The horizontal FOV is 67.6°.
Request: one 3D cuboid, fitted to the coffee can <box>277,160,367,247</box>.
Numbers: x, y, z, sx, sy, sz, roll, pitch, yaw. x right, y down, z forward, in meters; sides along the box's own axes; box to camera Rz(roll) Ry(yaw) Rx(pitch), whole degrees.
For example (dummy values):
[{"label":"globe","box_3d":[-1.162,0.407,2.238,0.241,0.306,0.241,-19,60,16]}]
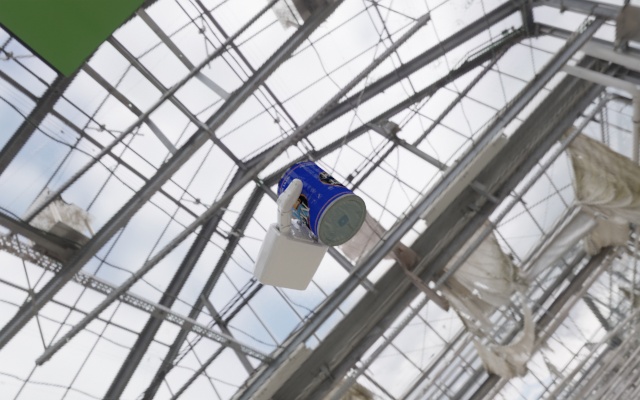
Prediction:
[{"label":"coffee can","box_3d":[0.000,0.003,0.862,0.103,0.103,0.140,0,29,-40]}]
